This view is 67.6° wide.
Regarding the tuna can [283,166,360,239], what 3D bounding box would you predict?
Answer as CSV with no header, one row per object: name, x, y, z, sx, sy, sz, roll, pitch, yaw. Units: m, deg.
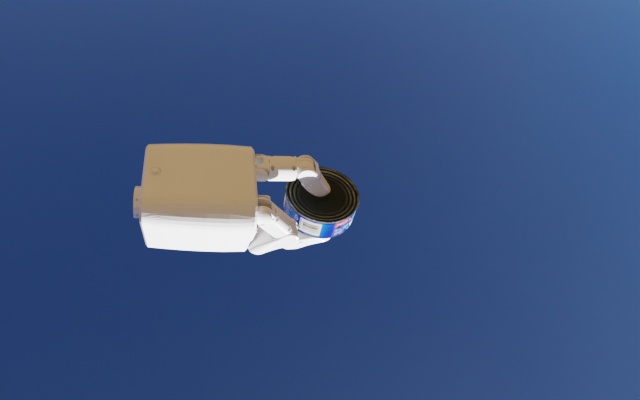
tuna can,0.000,0.002,0.558,0.086,0.086,0.034,0,-41,-13
